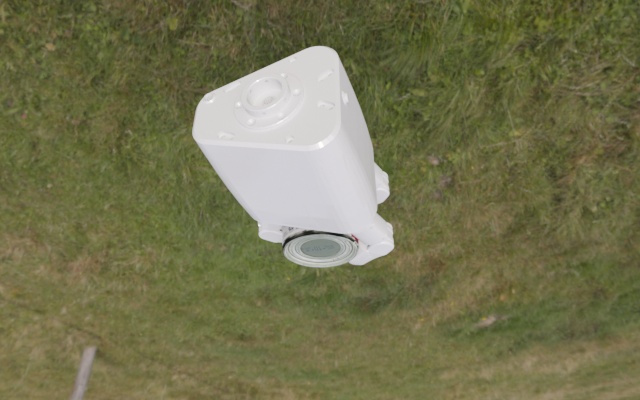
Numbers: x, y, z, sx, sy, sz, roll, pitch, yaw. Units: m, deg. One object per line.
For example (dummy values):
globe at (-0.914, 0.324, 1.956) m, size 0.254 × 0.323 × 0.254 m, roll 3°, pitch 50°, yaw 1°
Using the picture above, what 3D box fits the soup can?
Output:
soup can at (0.000, 0.002, 0.437) m, size 0.068 × 0.102 × 0.068 m, roll 0°, pitch -32°, yaw 0°
